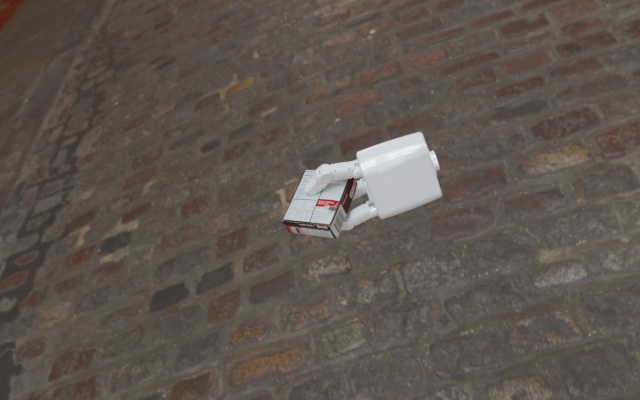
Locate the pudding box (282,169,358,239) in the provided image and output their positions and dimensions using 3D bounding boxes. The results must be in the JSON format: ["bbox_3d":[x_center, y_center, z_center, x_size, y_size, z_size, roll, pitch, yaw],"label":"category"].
[{"bbox_3d":[0.000,0.002,0.777,0.090,0.113,0.039,5,-36,28],"label":"pudding box"}]
